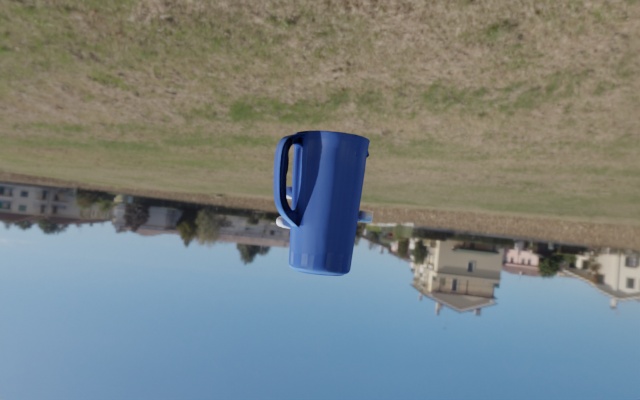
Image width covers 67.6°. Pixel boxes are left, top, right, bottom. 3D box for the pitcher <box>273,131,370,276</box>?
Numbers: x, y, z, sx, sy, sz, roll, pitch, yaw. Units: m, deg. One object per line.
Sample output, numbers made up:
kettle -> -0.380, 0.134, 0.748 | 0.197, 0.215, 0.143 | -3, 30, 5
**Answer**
pitcher -> 0.000, 0.003, 0.827 | 0.149, 0.243, 0.145 | 5, -2, 8
